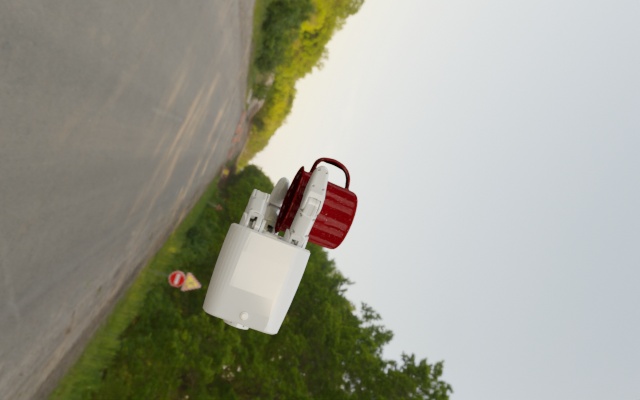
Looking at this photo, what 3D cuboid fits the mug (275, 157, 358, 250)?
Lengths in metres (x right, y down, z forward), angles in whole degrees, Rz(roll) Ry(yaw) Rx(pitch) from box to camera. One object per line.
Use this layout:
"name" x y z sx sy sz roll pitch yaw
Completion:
"mug" 0.001 0.001 0.618 0.081 0.117 0.093 23 -6 -11
